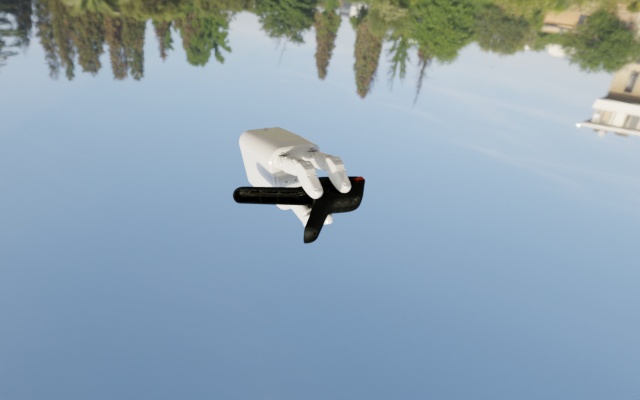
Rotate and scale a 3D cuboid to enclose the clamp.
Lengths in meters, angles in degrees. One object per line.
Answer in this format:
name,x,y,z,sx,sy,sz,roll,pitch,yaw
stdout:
clamp,0.000,0.003,0.707,0.210,0.036,0.164,-13,32,-36
